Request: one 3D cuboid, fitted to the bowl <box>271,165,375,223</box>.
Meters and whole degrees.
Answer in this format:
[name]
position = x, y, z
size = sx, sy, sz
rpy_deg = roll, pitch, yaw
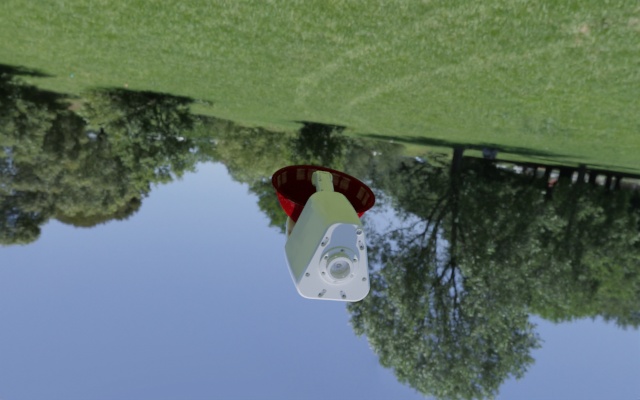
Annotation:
[bowl]
position = 0.000, 0.002, 0.739
size = 0.162, 0.055, 0.162
rpy_deg = 11, 26, -5
